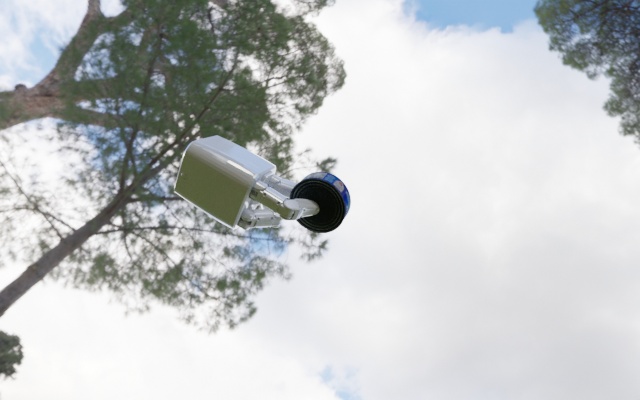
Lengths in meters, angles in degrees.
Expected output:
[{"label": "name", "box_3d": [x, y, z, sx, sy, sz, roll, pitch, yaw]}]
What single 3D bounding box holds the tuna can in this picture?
[{"label": "tuna can", "box_3d": [0.000, 0.002, 0.692, 0.086, 0.086, 0.033, 0, 24, 22]}]
